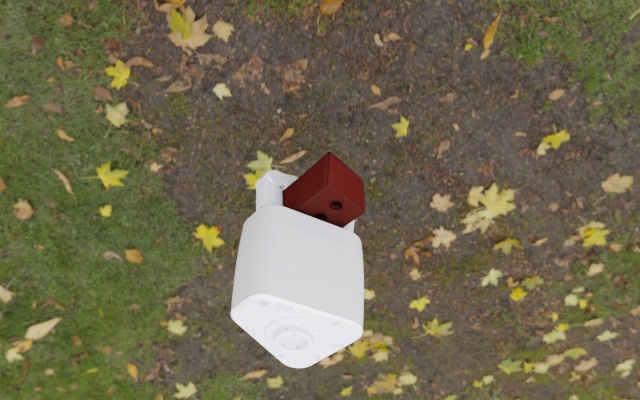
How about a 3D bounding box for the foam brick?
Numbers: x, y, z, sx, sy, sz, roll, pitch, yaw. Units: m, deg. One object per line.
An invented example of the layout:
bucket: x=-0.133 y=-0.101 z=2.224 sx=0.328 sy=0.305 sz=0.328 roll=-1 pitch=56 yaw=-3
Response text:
foam brick: x=0.000 y=0.001 z=0.482 sx=0.053 sy=0.051 sz=0.078 roll=36 pitch=-57 yaw=-26
